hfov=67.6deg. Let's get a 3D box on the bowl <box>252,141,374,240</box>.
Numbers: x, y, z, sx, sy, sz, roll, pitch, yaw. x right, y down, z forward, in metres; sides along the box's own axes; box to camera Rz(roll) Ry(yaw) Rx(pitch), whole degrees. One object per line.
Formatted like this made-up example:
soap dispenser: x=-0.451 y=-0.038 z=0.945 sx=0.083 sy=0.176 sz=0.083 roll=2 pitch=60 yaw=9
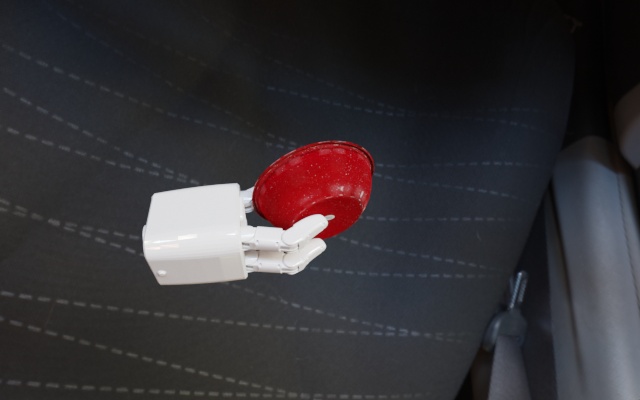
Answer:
bowl: x=0.001 y=0.002 z=0.589 sx=0.162 sy=0.055 sz=0.162 roll=-15 pitch=-33 yaw=-10
